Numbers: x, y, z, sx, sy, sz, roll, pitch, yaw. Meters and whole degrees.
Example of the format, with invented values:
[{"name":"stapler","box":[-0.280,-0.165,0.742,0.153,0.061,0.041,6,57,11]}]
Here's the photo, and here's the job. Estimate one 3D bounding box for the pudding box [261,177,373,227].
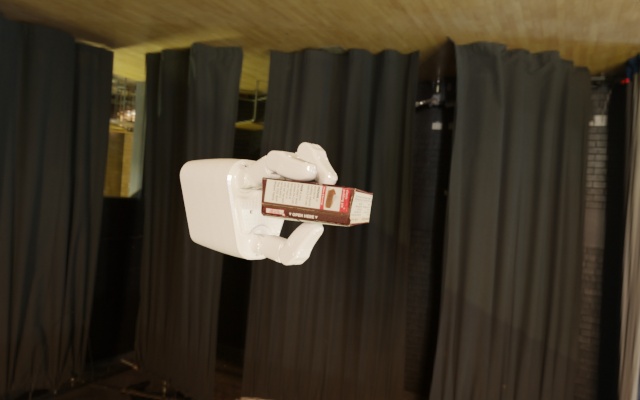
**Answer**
[{"name":"pudding box","box":[0.000,0.002,0.483,0.090,0.039,0.113,6,2,14]}]
